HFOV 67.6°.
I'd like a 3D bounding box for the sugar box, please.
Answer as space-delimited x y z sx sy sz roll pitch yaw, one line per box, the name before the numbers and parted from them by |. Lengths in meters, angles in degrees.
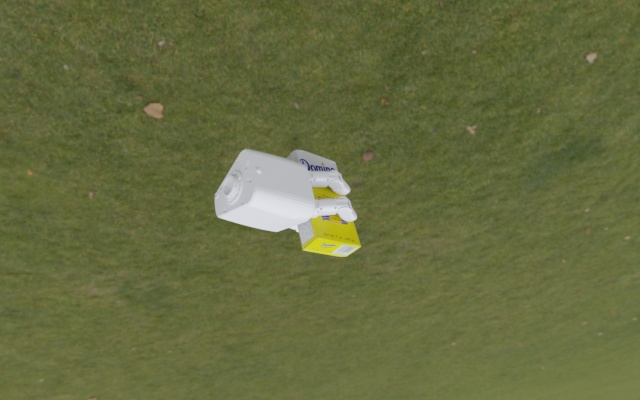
sugar box | 0.000 0.002 0.779 0.093 0.176 0.048 15 -41 -39
